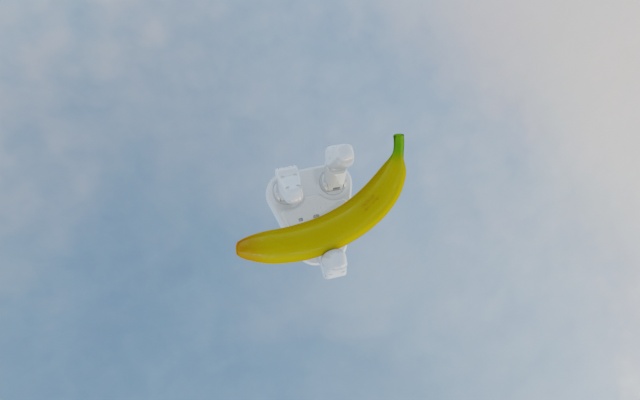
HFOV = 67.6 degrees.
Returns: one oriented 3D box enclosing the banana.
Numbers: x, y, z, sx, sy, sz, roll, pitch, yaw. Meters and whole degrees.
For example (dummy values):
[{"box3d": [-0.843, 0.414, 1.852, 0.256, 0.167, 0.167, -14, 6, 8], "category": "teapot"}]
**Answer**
[{"box3d": [0.013, 0.015, 0.474, 0.198, 0.069, 0.037, -35, 13, -5], "category": "banana"}]
